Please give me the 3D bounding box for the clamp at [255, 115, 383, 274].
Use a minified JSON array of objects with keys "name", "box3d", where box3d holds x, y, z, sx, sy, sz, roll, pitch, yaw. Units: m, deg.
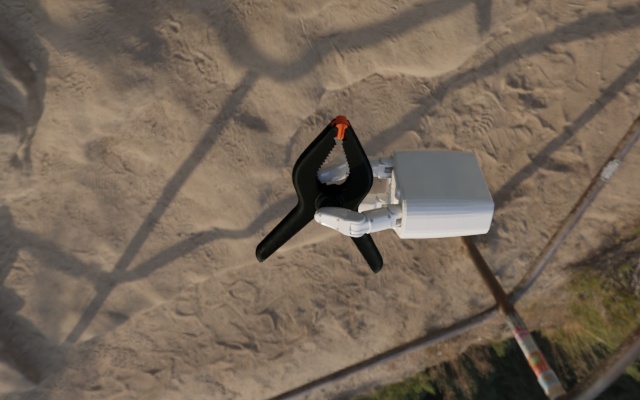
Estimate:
[{"name":"clamp","box3d":[0.000,0.002,0.572,0.164,0.210,0.036,0,30,-2]}]
